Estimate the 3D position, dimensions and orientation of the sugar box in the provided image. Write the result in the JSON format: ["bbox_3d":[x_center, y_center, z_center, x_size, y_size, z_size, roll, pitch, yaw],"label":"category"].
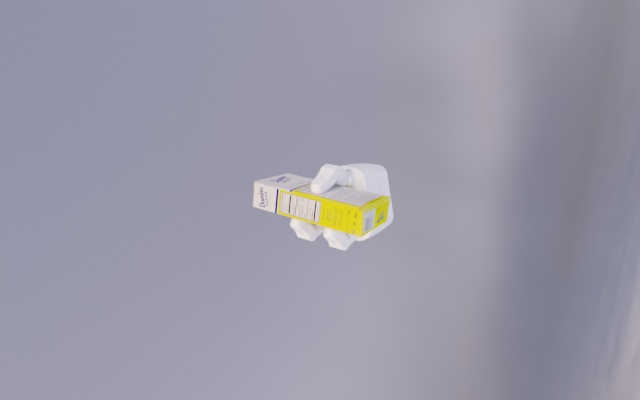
[{"bbox_3d":[0.000,0.003,0.686,0.176,0.048,0.093,12,16,28],"label":"sugar box"}]
